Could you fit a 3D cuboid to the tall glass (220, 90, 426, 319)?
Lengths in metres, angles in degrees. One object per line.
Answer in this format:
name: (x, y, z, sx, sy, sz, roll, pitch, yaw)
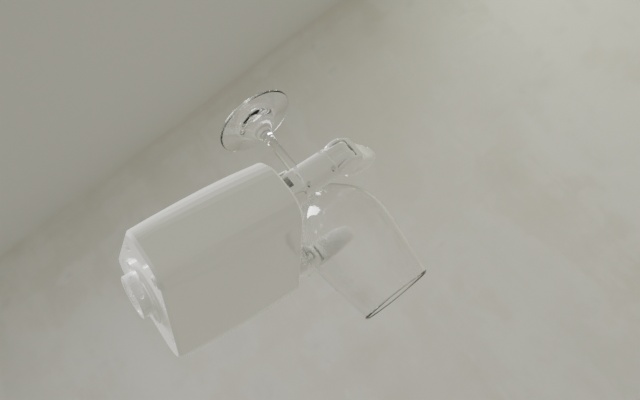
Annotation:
tall glass: (0.000, 0.001, 0.406, 0.079, 0.201, 0.079, -35, -18, -13)
